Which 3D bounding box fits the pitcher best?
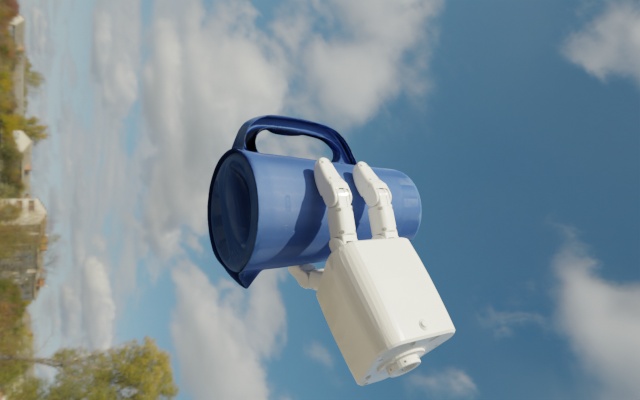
[{"bbox_3d":[0.000,0.002,0.565,0.243,0.145,0.149,0,-43,-34],"label":"pitcher"}]
